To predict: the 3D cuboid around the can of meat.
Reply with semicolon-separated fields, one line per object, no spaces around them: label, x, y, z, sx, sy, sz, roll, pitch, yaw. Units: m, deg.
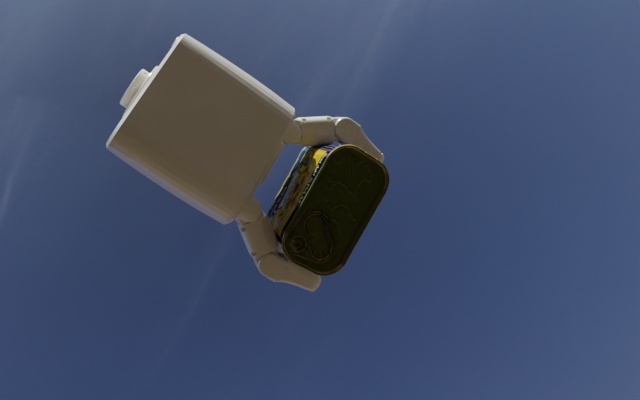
can of meat;0.000;0.001;0.406;0.057;0.102;0.084;29;0;-21
